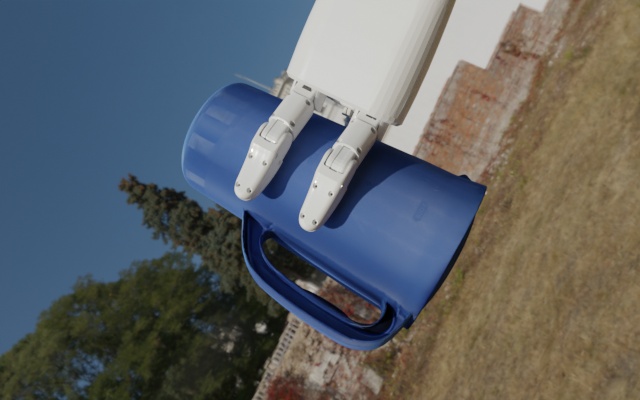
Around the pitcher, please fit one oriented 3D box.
[{"bbox_3d":[0.000,0.001,0.410,0.243,0.145,0.149,28,16,13],"label":"pitcher"}]
